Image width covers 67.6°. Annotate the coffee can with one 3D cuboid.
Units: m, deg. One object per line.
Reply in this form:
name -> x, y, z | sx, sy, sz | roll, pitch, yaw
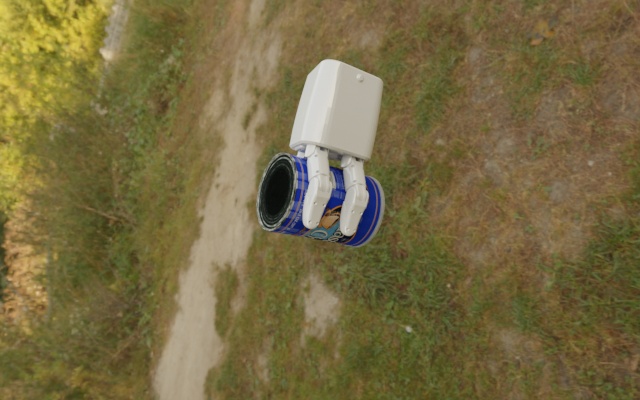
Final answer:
coffee can -> 0.000, 0.002, 0.639 | 0.140, 0.103, 0.103 | 13, -7, -31
